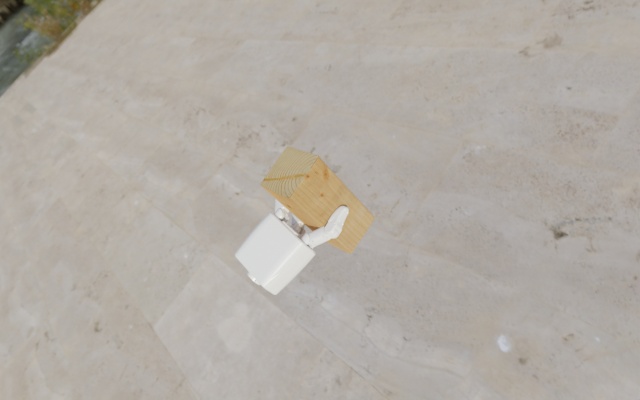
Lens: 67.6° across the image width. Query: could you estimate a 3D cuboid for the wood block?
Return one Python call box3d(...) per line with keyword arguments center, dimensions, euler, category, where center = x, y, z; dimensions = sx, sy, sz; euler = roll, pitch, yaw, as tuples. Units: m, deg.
box3d(center=(0.000, 0.003, 0.882), dimensions=(0.091, 0.090, 0.206), euler=(24, -15, 46), category="wood block")
